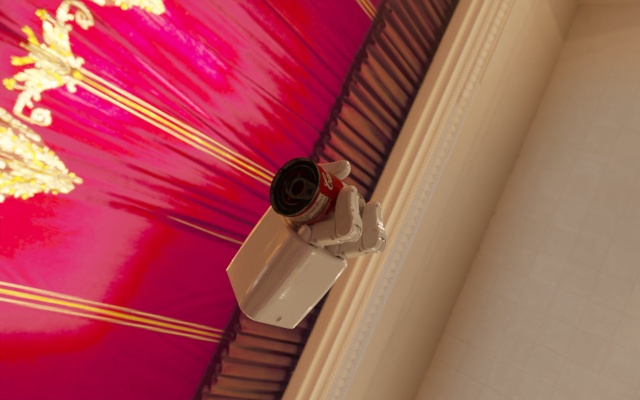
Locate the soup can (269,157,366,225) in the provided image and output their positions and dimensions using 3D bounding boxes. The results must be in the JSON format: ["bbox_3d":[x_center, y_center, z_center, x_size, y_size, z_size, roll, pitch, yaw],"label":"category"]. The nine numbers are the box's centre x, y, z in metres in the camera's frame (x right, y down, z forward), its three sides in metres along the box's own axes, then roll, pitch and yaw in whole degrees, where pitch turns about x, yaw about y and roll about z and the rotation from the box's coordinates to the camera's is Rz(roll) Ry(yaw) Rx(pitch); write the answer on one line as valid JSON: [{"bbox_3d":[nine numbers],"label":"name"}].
[{"bbox_3d":[0.000,0.001,0.546,0.068,0.068,0.102,0,-20,38],"label":"soup can"}]
